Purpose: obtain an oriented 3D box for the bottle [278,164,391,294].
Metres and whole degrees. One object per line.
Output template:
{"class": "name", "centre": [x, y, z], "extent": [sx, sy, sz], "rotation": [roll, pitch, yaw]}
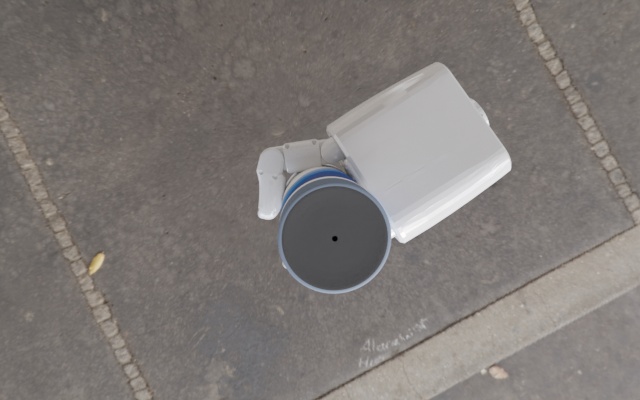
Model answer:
{"class": "bottle", "centre": [0.000, 0.001, 0.421], "extent": [0.069, 0.069, 0.295], "rotation": [0, 8, -3]}
